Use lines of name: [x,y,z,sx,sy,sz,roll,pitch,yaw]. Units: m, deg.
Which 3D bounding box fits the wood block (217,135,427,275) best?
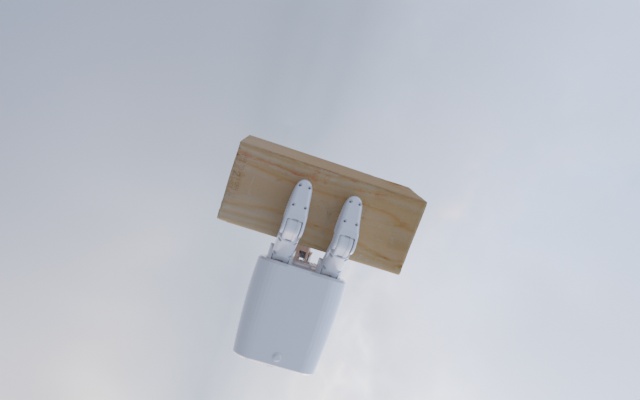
wood block: [0.000,0.002,0.545,0.206,0.090,0.091,18,10,-6]
